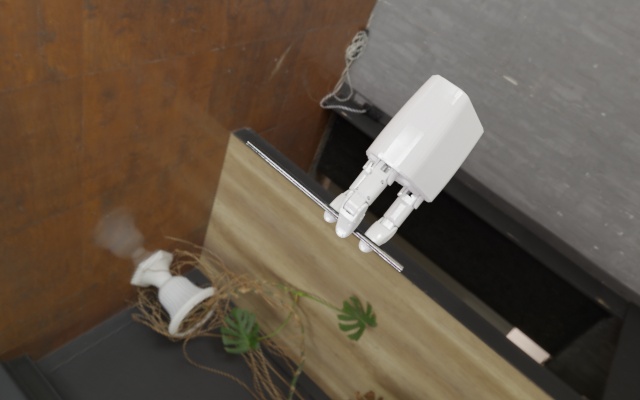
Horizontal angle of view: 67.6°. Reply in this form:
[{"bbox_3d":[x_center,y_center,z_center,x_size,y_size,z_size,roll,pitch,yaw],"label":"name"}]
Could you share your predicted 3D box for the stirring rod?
[{"bbox_3d":[0.000,0.002,0.553,0.239,0.011,0.011,40,14,17],"label":"stirring rod"}]
